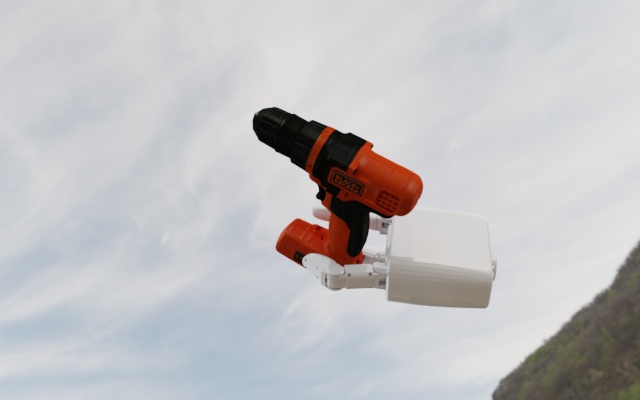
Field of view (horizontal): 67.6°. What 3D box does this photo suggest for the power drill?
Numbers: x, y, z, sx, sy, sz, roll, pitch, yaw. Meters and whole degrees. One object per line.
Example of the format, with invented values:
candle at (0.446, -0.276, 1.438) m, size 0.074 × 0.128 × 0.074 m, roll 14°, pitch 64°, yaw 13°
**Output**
power drill at (0.000, 0.002, 0.522) m, size 0.184 × 0.188 × 0.057 m, roll 29°, pitch 50°, yaw 11°
